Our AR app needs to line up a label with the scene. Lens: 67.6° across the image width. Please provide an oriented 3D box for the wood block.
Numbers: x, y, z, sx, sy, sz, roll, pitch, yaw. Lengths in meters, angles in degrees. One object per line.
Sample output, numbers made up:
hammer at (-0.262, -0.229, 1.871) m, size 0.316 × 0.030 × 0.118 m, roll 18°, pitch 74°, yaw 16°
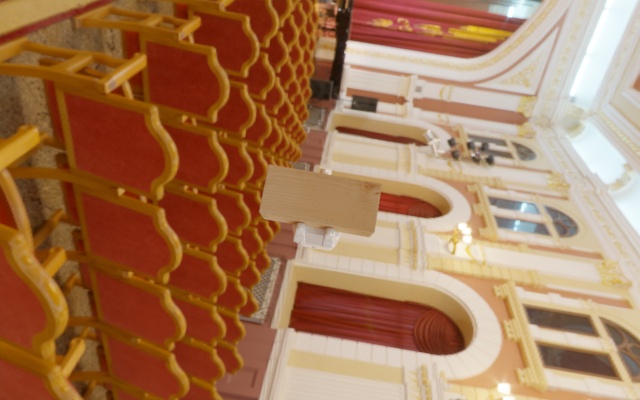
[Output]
wood block at (0.000, 0.003, 0.885) m, size 0.206 × 0.091 × 0.090 m, roll 10°, pitch -11°, yaw 1°
